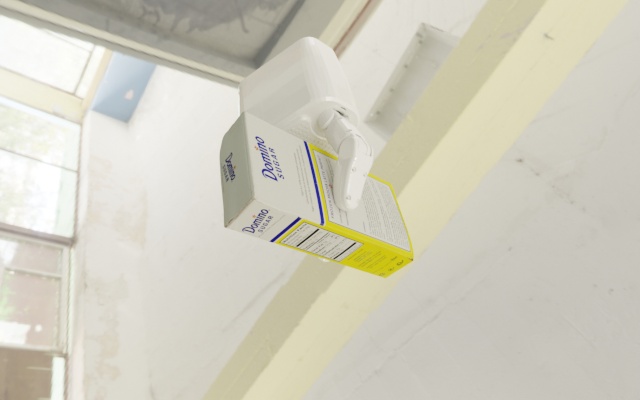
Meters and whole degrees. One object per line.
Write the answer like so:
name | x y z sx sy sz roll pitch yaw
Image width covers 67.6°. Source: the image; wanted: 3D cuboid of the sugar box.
sugar box | 0.000 0.002 0.408 0.176 0.093 0.048 21 -49 -34
